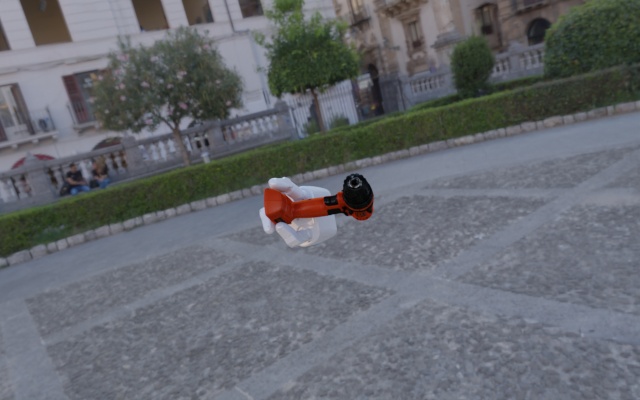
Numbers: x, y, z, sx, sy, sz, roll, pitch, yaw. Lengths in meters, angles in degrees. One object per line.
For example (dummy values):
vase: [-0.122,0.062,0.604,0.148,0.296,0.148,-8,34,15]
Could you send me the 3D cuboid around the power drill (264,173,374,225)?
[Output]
power drill: [0.000,0.003,0.837,0.187,0.057,0.184,-4,-18,8]
